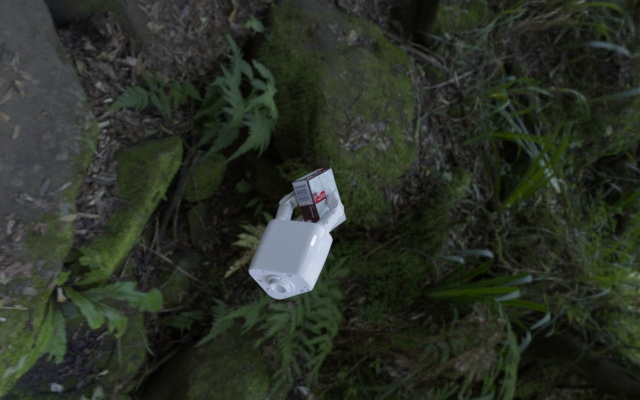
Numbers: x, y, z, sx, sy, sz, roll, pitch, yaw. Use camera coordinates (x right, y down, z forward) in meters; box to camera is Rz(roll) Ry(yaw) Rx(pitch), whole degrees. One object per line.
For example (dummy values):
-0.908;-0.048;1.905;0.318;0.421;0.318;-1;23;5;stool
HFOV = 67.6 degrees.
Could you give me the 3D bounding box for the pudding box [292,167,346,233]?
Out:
0.000;0.003;0.893;0.039;0.113;0.090;-8;14;33;pudding box
